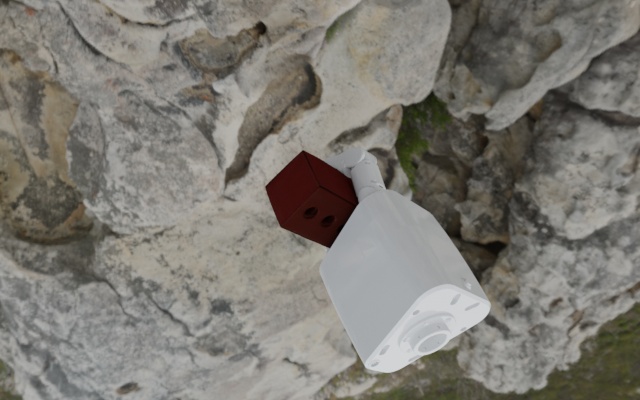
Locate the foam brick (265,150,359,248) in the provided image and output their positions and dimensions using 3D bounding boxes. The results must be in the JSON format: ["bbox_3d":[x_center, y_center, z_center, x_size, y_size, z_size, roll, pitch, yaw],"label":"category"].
[{"bbox_3d":[0.000,0.001,0.431,0.078,0.051,0.053,26,-61,-41],"label":"foam brick"}]
